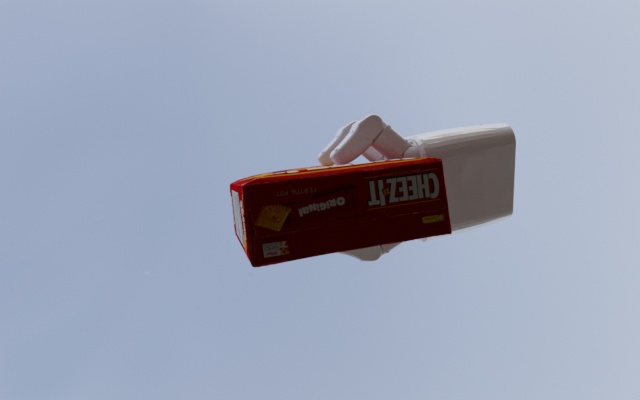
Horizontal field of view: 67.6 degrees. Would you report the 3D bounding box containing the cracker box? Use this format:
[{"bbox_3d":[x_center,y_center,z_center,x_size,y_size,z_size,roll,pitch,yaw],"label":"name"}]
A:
[{"bbox_3d":[0.000,0.002,0.465,0.164,0.072,0.213,-9,4,-13],"label":"cracker box"}]
